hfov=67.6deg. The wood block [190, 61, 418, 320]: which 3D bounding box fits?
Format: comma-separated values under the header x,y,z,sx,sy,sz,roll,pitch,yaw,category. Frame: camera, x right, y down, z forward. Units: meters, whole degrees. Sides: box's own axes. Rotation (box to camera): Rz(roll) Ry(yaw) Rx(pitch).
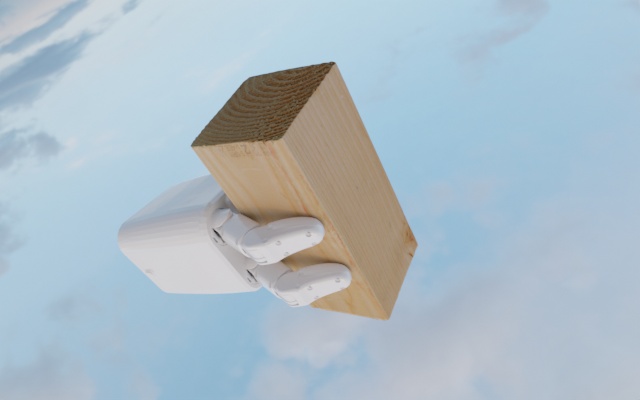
x,y,z,sx,sy,sz,roll,pitch,yaw,category
0.000,0.001,0.404,0.090,0.090,0.206,1,-43,35,wood block
